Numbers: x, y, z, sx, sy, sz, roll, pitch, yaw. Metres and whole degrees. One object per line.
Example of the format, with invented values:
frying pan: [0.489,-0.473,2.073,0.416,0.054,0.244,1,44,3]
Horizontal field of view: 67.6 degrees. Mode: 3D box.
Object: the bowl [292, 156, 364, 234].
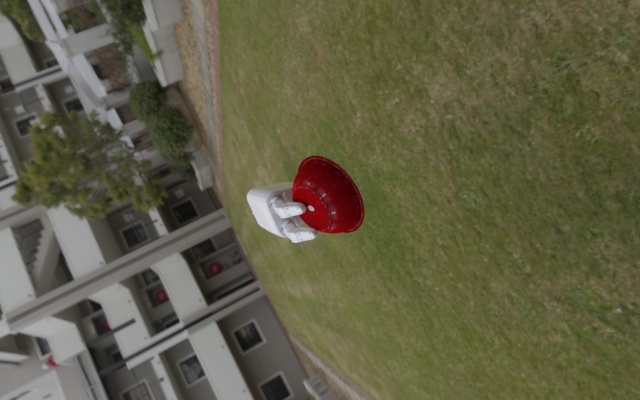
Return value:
bowl: [0.001,0.003,0.860,0.055,0.162,0.162,-37,23,-35]
